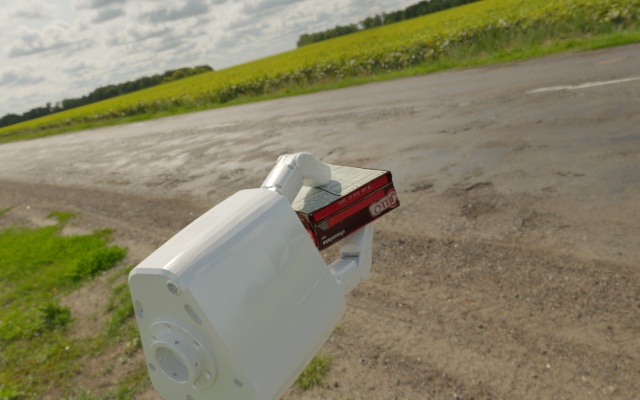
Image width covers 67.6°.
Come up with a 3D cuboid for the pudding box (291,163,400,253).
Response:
[{"bbox_3d":[0.000,0.001,0.427,0.090,0.039,0.113,-27,23,-27],"label":"pudding box"}]
